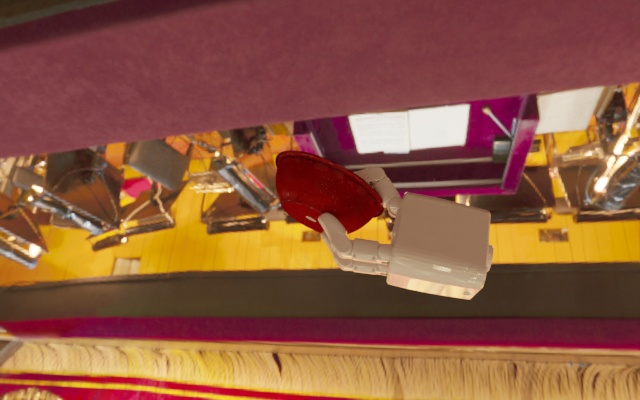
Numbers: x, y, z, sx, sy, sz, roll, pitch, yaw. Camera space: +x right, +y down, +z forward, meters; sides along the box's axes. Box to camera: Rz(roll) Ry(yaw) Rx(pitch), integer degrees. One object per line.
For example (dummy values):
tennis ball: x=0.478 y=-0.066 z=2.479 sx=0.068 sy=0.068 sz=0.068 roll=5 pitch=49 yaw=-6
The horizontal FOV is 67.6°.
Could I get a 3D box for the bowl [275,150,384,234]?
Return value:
bowl: x=-0.001 y=0.002 z=0.633 sx=0.162 sy=0.055 sz=0.162 roll=25 pitch=-18 yaw=9
